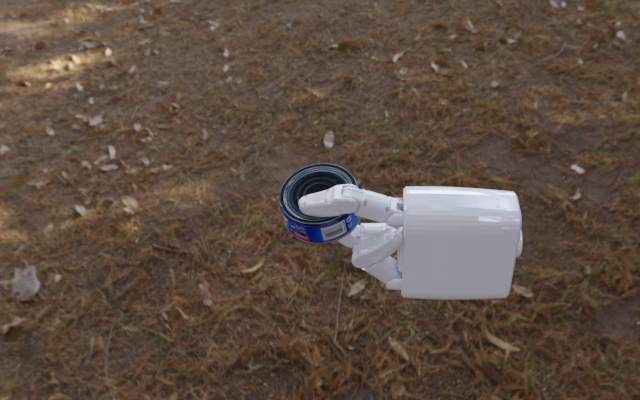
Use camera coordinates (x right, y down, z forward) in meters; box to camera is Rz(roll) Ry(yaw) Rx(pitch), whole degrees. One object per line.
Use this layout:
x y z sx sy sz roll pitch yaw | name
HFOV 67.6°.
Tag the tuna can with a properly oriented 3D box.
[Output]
0.000 0.001 0.503 0.086 0.086 0.034 0 -39 11 | tuna can
